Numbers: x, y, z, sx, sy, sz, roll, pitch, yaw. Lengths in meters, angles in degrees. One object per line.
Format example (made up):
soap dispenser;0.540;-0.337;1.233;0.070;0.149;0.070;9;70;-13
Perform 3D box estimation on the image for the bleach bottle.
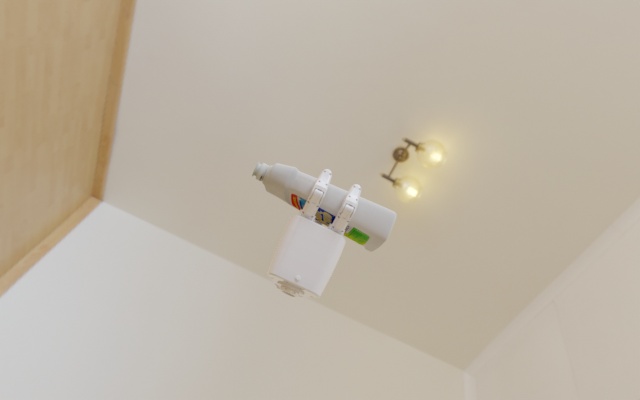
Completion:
bleach bottle;0.000;0.003;0.831;0.251;0.068;0.102;26;-21;-3
